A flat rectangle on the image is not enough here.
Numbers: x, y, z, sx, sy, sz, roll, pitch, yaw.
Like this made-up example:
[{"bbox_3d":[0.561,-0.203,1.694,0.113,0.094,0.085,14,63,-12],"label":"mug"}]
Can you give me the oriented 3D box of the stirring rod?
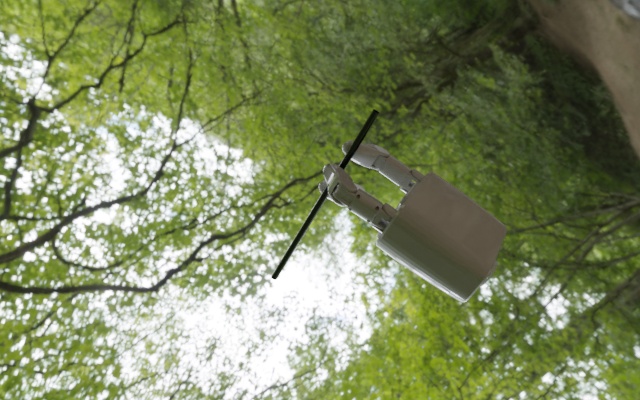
[{"bbox_3d":[0.000,0.002,0.541,0.011,0.240,0.011,26,25,-13],"label":"stirring rod"}]
